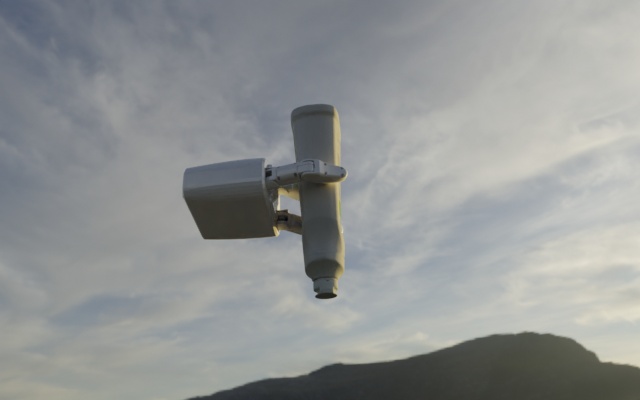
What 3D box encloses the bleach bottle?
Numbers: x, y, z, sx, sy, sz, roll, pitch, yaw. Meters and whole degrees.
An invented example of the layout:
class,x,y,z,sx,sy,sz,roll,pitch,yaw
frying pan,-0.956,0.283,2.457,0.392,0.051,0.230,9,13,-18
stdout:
class,x,y,z,sx,sy,sz,roll,pitch,yaw
bleach bottle,0.000,0.002,0.635,0.068,0.250,0.103,-5,-26,4
